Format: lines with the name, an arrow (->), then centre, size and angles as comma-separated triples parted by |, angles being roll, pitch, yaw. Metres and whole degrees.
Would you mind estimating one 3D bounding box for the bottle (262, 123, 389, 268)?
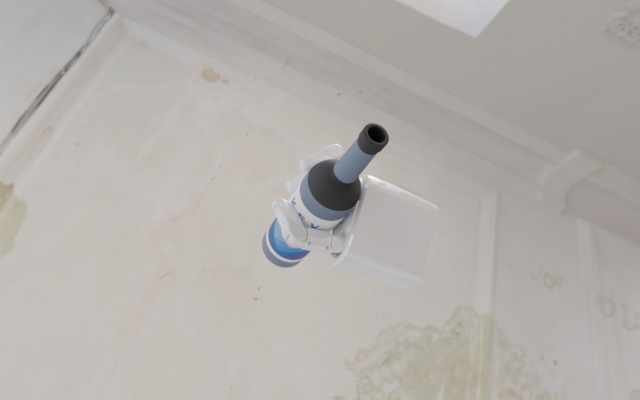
bottle -> 0.000, 0.002, 0.576 | 0.069, 0.069, 0.296 | 0, -26, -24
